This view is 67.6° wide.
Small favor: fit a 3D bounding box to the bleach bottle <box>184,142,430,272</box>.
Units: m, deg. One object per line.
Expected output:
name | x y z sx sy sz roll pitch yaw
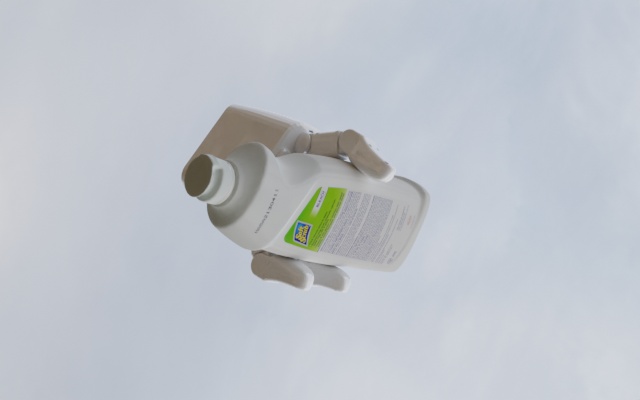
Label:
bleach bottle | 0.000 0.001 0.404 0.068 0.102 0.251 25 4 39
